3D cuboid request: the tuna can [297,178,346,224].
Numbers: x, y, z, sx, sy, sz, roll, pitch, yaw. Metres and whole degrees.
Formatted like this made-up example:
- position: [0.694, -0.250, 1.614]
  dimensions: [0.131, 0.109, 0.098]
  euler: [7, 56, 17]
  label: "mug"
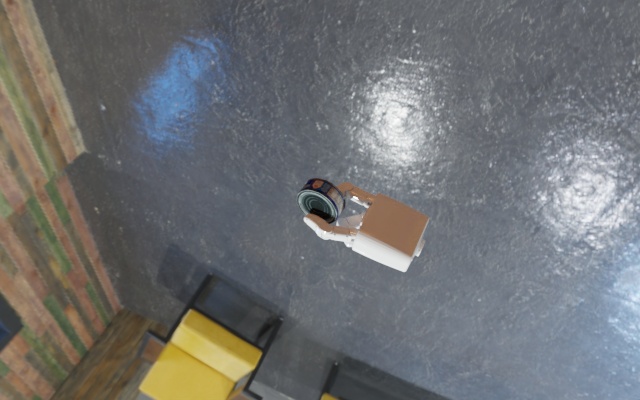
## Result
- position: [0.000, 0.003, 0.868]
  dimensions: [0.086, 0.086, 0.033]
  euler: [0, 40, 38]
  label: "tuna can"
